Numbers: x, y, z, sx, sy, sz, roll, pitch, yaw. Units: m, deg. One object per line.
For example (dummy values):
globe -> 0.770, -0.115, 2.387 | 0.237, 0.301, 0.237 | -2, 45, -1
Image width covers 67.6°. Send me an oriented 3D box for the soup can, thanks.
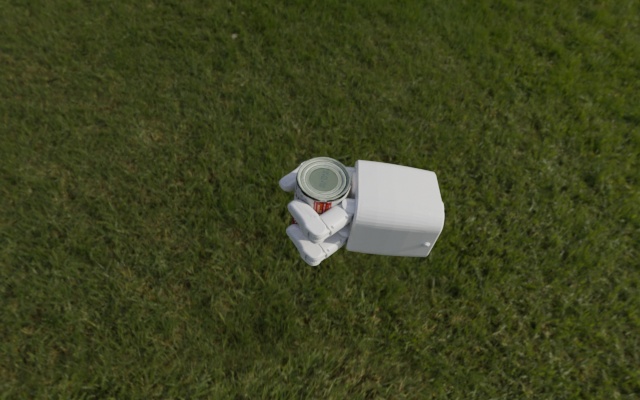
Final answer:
soup can -> 0.000, 0.002, 0.607 | 0.068, 0.068, 0.102 | 0, -34, -6
